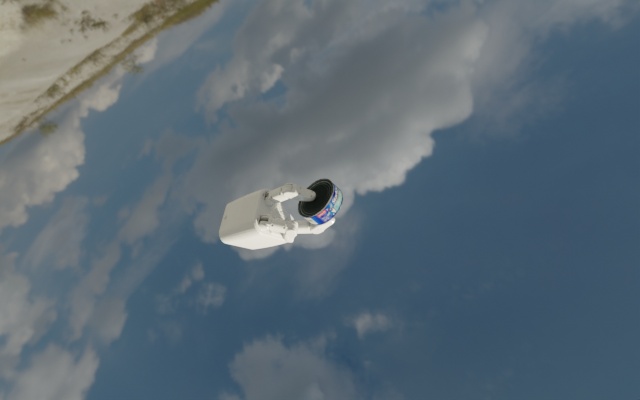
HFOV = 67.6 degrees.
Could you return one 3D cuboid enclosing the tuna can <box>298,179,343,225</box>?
[{"bbox_3d":[0.001,0.003,0.898,0.086,0.086,0.034,0,-32,48],"label":"tuna can"}]
